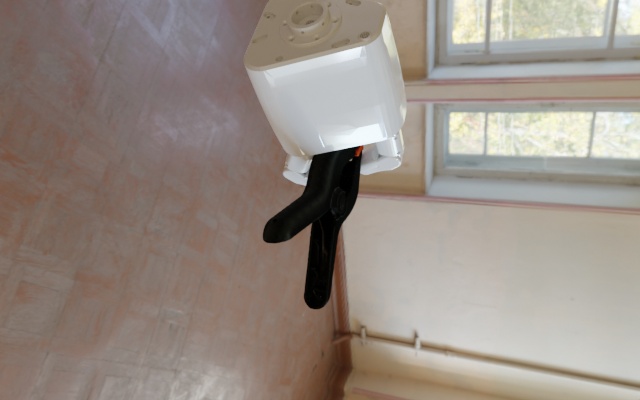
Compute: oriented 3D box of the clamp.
[{"bbox_3d":[0.001,0.001,0.440,0.039,0.171,0.120,5,-29,20],"label":"clamp"}]
